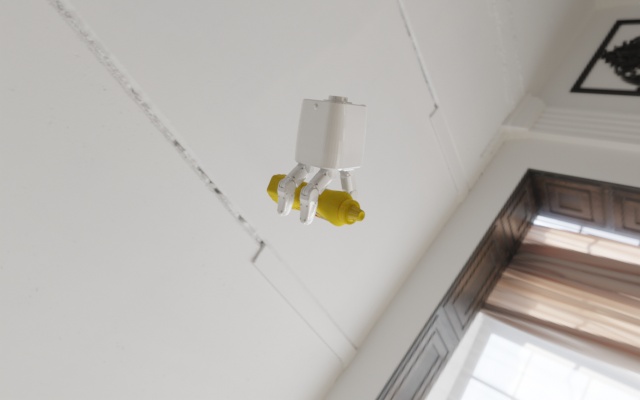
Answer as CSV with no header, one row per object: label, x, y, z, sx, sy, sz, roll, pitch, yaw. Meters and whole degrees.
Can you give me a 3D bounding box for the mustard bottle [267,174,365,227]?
mustard bottle,0.000,0.003,0.813,0.191,0.058,0.096,18,-8,44
